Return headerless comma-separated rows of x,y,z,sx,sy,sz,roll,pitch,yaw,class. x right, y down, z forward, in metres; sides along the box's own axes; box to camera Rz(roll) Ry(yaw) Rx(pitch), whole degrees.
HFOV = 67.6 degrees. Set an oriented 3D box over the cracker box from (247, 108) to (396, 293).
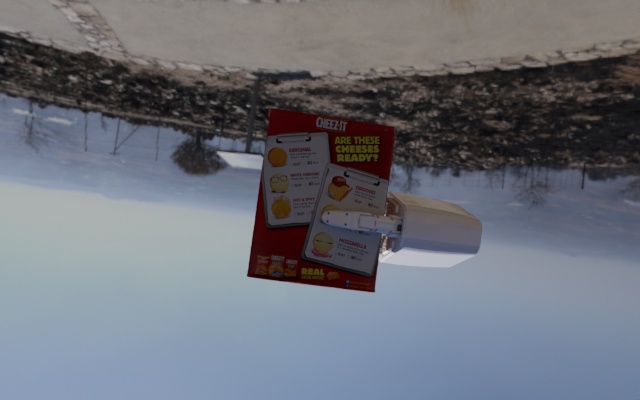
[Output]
0.000,0.002,0.625,0.164,0.213,0.072,8,-3,-6,cracker box
